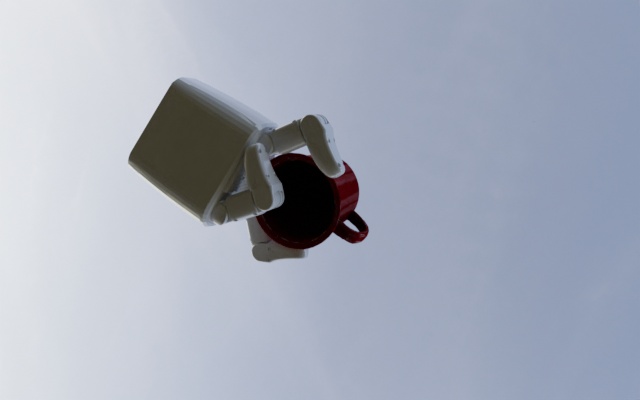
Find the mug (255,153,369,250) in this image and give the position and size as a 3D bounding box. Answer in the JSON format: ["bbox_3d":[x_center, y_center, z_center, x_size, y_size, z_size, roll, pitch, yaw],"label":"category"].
[{"bbox_3d":[0.001,0.002,0.485,0.117,0.093,0.081,35,21,14],"label":"mug"}]
